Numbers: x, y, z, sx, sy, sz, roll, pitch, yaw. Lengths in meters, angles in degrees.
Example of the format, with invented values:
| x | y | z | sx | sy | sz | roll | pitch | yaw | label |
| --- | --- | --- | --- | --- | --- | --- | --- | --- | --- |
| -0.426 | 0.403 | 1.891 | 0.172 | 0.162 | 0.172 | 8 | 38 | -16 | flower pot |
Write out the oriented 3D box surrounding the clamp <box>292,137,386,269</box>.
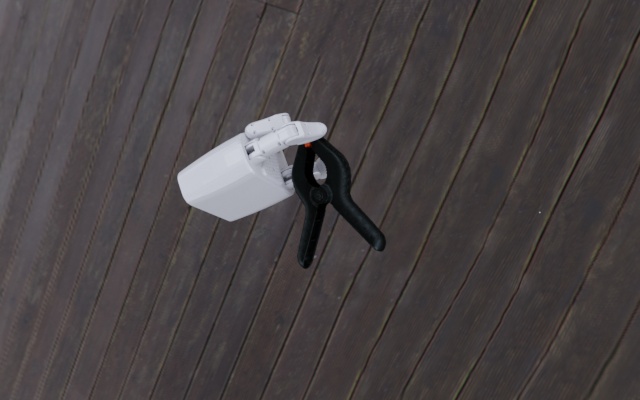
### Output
| x | y | z | sx | sy | sz | roll | pitch | yaw | label |
| --- | --- | --- | --- | --- | --- | --- | --- | --- | --- |
| 0.000 | 0.002 | 0.597 | 0.120 | 0.171 | 0.039 | -25 | -11 | 21 | clamp |
